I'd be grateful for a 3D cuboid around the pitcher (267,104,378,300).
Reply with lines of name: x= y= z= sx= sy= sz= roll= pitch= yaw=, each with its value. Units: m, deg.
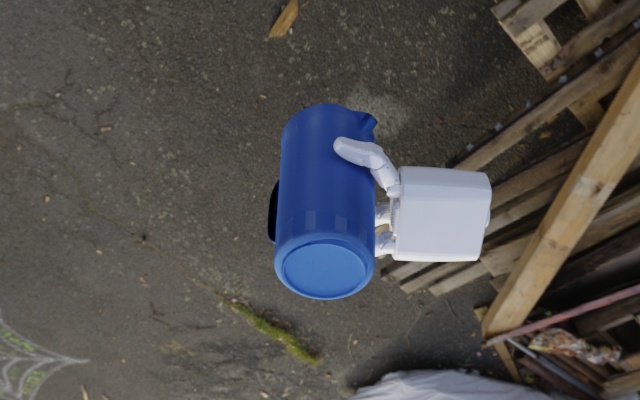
pitcher: x=0.000 y=0.002 z=0.594 sx=0.145 sy=0.149 sz=0.242 roll=3 pitch=41 yaw=0
